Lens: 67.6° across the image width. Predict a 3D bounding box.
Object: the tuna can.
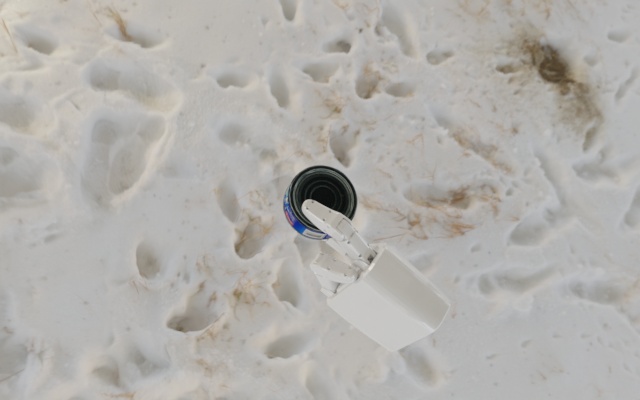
[{"bbox_3d":[0.000,0.002,0.569,0.086,0.086,0.034,0,-18,-15],"label":"tuna can"}]
